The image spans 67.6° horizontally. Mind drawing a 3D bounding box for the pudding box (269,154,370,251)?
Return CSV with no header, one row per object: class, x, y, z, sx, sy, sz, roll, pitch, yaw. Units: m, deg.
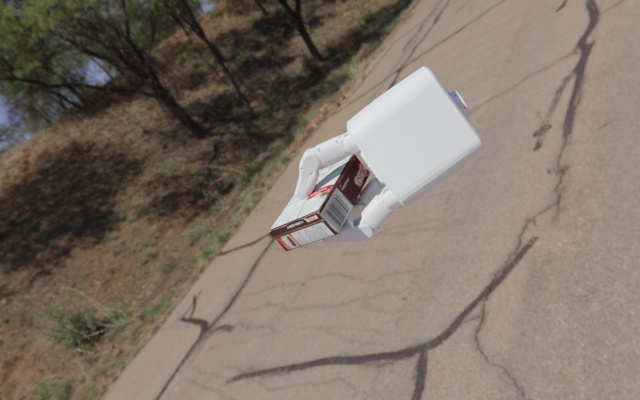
pudding box,0.000,0.002,0.572,0.090,0.039,0.113,-24,24,42
